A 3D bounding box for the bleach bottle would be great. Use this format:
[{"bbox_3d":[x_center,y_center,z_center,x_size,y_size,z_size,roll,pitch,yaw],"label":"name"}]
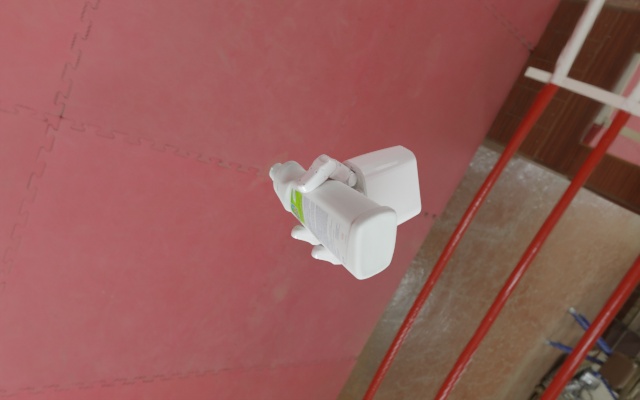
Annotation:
[{"bbox_3d":[0.000,0.002,0.678,0.068,0.103,0.250,-21,38,-28],"label":"bleach bottle"}]
